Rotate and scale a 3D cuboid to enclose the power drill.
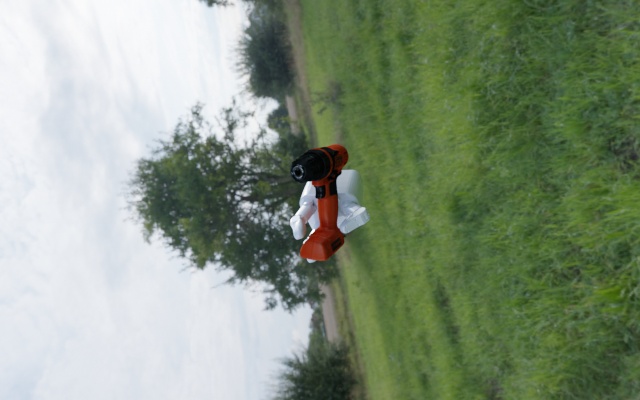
[{"bbox_3d":[0.000,0.003,0.814,0.057,0.188,0.184,8,16,22],"label":"power drill"}]
